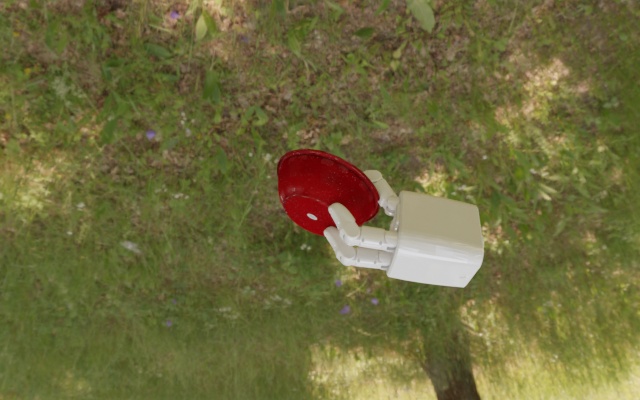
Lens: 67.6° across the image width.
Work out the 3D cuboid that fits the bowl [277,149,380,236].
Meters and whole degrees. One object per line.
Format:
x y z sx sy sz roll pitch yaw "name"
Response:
-0.001 0.002 0.677 0.162 0.055 0.162 20 -32 13 "bowl"
